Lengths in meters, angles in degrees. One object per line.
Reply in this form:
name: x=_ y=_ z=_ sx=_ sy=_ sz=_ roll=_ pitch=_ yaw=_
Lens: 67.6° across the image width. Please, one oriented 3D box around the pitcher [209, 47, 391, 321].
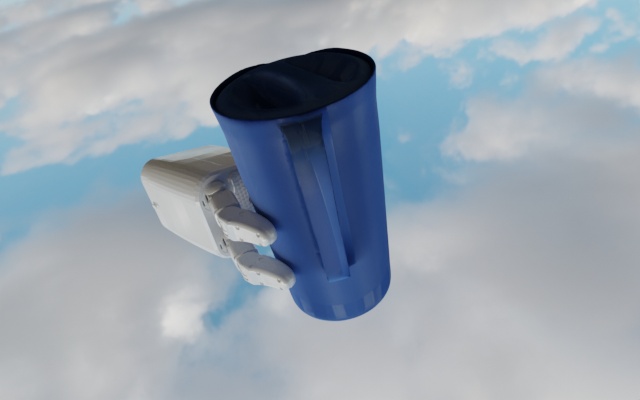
pitcher: x=0.000 y=0.001 z=0.433 sx=0.145 sy=0.243 sz=0.149 roll=15 pitch=44 yaw=35
